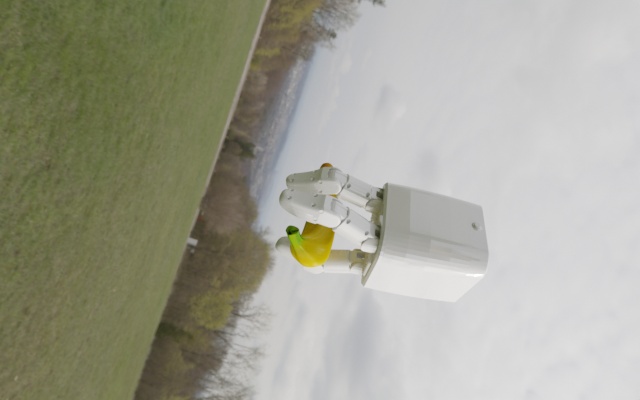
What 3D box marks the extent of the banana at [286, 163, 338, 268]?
[{"bbox_3d":[-0.001,0.020,0.525,0.037,0.070,0.197,6,23,7],"label":"banana"}]
